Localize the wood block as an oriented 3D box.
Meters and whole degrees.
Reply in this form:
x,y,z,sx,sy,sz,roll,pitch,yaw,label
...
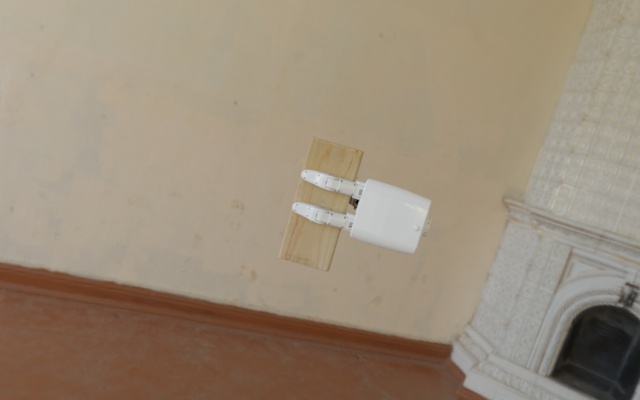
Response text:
x,y,z,sx,sy,sz,roll,pitch,yaw,label
0.001,0.003,0.816,0.090,0.206,0.091,16,8,-1,wood block
